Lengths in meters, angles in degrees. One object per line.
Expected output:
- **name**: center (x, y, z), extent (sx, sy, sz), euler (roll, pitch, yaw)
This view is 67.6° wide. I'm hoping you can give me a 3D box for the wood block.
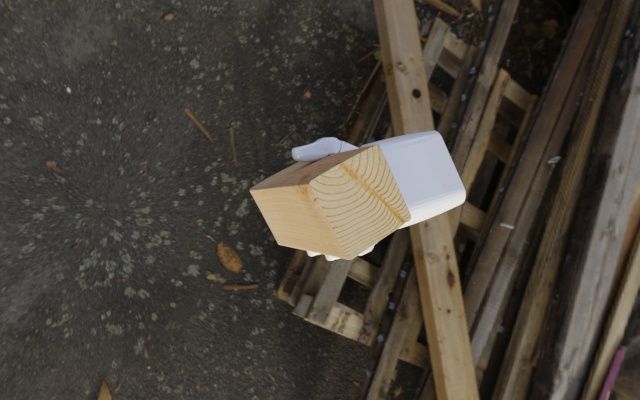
- **wood block**: center (0.000, 0.001, 0.569), extent (0.090, 0.091, 0.206), euler (-30, 11, -22)
